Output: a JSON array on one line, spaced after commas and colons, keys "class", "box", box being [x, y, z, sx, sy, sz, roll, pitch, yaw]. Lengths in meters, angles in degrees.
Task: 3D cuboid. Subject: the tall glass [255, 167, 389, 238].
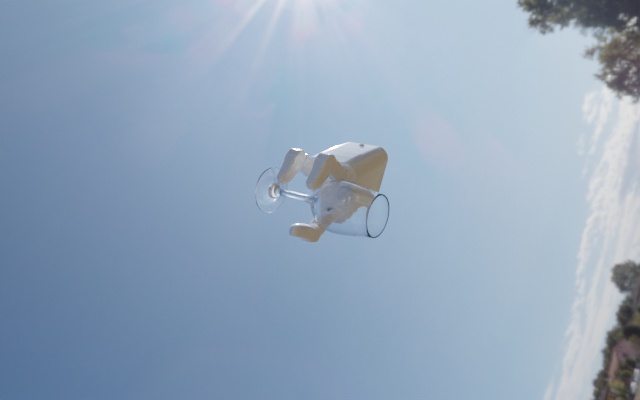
[{"class": "tall glass", "box": [-0.001, 0.002, 0.708, 0.201, 0.079, 0.079, 14, 8, 35]}]
